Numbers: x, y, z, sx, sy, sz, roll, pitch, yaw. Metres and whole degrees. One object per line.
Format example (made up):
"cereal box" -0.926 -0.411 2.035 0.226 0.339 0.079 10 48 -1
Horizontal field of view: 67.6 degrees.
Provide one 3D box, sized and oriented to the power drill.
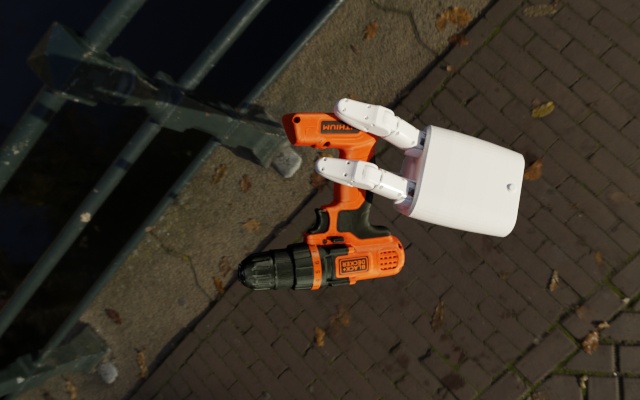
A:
"power drill" 0.000 0.001 0.510 0.184 0.188 0.057 -5 10 -19
